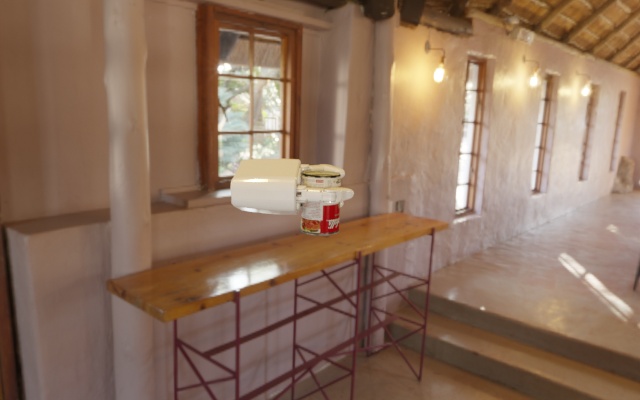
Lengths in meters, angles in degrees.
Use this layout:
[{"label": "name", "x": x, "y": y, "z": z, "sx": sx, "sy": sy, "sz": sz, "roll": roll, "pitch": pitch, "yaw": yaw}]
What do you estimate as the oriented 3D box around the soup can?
[{"label": "soup can", "x": 0.001, "y": 0.002, "z": 0.825, "sx": 0.068, "sy": 0.102, "sz": 0.068, "roll": 2, "pitch": 11, "yaw": 0}]
